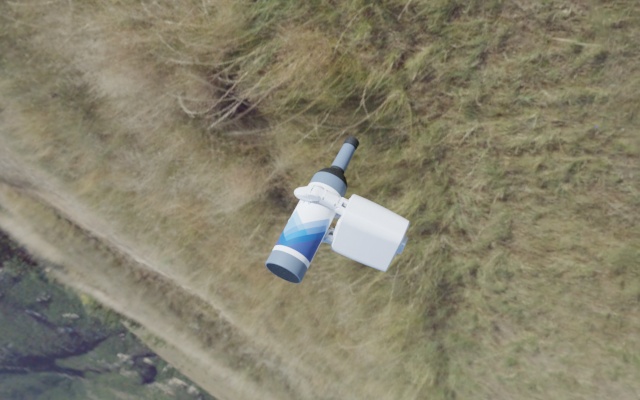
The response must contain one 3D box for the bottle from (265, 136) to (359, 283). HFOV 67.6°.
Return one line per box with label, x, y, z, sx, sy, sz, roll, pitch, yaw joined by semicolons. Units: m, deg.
bottle;0.000;0.003;0.849;0.069;0.295;0.069;22;-26;12
